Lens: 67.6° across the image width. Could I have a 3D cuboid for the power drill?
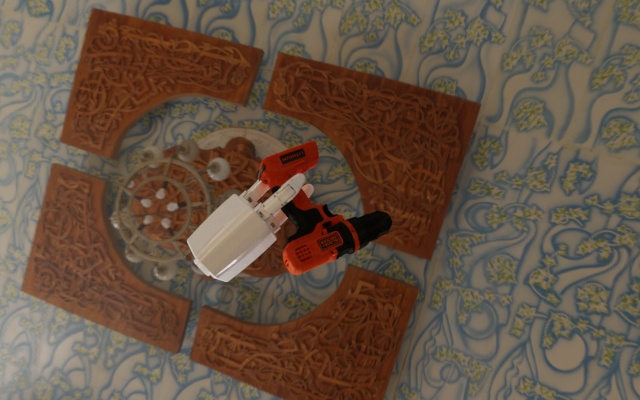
[{"bbox_3d":[0.000,0.002,0.742,0.184,0.187,0.057,-21,-18,-23],"label":"power drill"}]
